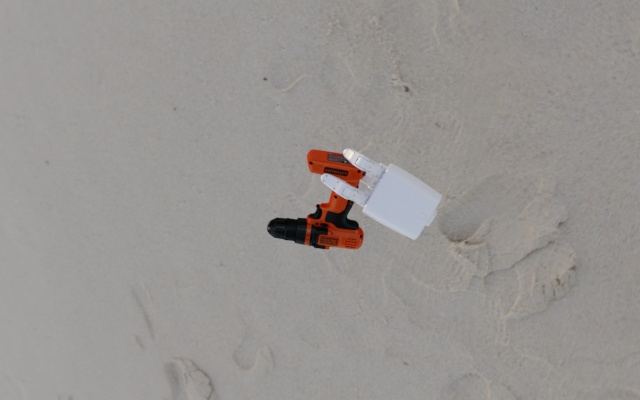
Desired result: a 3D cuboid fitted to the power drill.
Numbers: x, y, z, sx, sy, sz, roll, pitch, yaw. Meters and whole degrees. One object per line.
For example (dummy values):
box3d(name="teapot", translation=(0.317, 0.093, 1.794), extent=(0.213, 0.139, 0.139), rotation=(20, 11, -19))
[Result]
box3d(name="power drill", translation=(0.000, 0.003, 0.877), extent=(0.184, 0.188, 0.057), rotation=(7, 31, -5))
